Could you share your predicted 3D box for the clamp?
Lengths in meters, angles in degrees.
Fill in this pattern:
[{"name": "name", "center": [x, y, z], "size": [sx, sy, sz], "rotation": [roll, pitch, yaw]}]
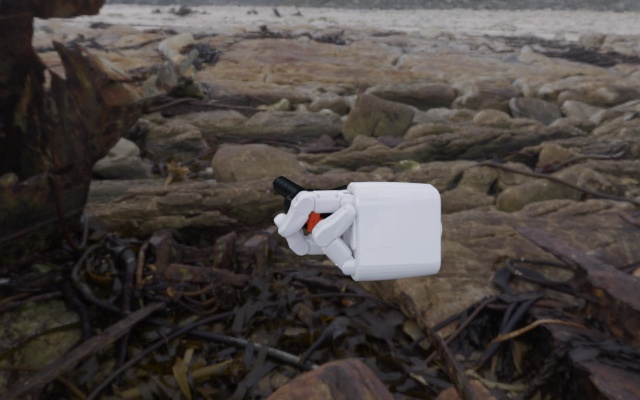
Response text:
[{"name": "clamp", "center": [0.000, 0.002, 0.654], "size": [0.120, 0.039, 0.171], "rotation": [-1, 20, -10]}]
